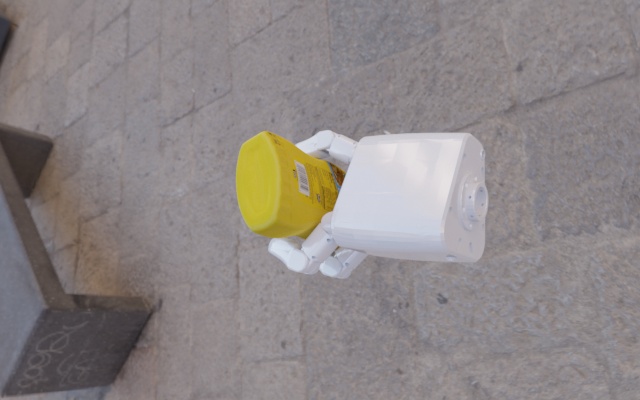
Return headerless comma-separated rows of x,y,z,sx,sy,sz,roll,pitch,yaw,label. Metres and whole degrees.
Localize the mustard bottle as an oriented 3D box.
0.000,0.002,0.499,0.058,0.096,0.192,-26,-28,31,mustard bottle
